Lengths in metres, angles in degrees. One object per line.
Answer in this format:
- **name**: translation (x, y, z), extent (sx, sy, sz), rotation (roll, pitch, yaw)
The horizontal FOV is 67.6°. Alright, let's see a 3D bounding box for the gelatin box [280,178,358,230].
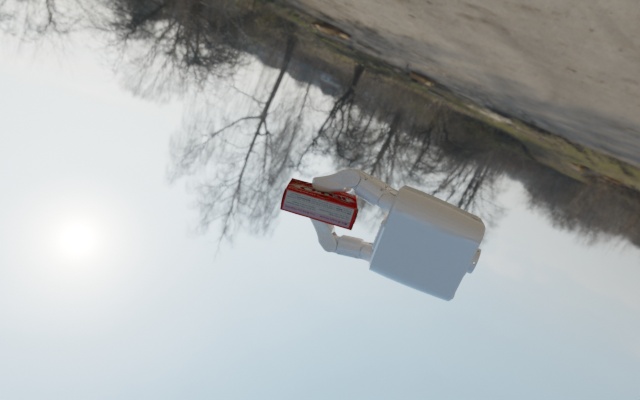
- **gelatin box**: translation (0.000, 0.002, 0.580), extent (0.089, 0.030, 0.073), rotation (16, 13, -1)
